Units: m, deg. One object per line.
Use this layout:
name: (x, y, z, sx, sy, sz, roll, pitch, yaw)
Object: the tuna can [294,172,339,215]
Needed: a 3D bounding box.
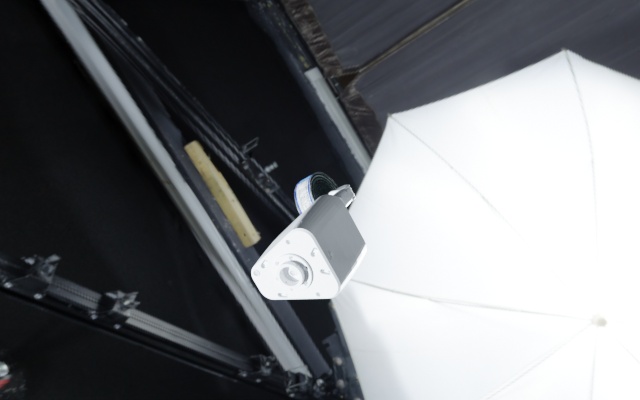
tuna can: (0.000, 0.003, 0.716, 0.034, 0.086, 0.086, -27, -15, 30)
